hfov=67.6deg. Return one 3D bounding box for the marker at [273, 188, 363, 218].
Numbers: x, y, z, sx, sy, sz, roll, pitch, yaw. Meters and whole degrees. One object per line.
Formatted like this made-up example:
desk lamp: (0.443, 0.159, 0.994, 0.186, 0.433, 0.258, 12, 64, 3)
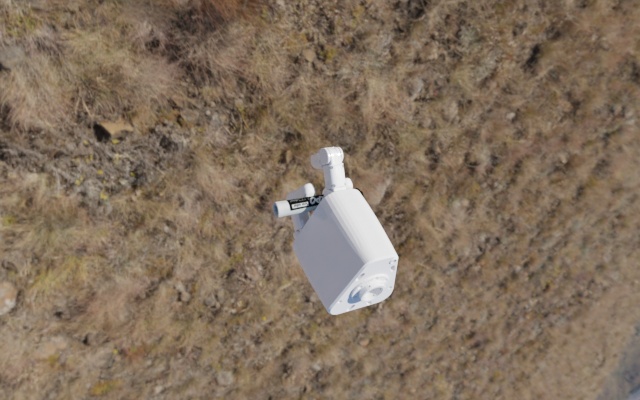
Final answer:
marker: (0.000, 0.002, 0.594, 0.121, 0.020, 0.020, -10, 4, -25)
